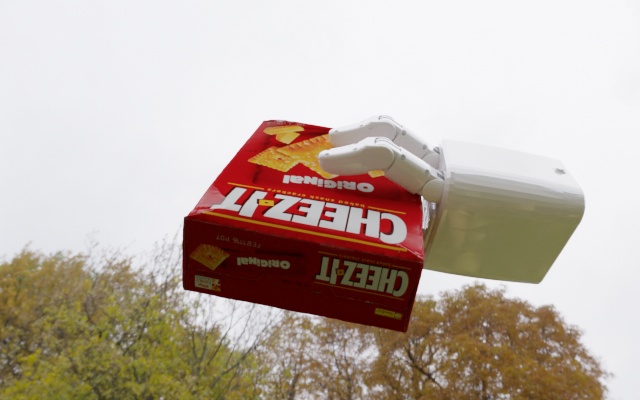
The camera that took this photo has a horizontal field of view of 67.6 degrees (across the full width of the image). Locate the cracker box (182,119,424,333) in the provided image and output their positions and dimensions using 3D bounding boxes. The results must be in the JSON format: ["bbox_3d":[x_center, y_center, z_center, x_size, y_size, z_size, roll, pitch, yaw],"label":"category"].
[{"bbox_3d":[0.000,0.001,0.412,0.164,0.072,0.213,9,28,5],"label":"cracker box"}]
